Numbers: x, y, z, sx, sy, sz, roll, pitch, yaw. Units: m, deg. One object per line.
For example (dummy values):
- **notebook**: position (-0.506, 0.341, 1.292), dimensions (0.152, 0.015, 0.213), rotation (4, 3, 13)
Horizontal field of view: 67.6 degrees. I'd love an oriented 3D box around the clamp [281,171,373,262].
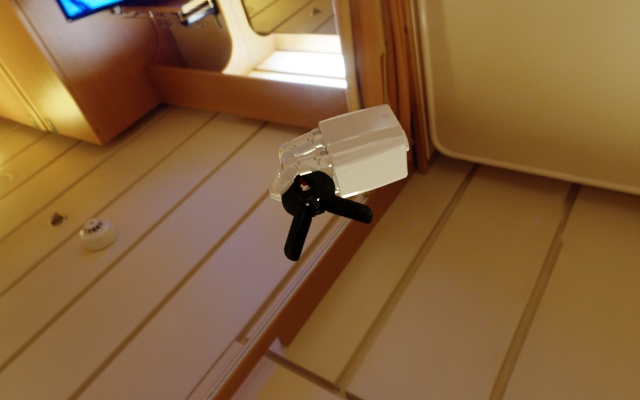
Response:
- **clamp**: position (0.000, 0.003, 0.649), dimensions (0.120, 0.039, 0.171), rotation (-17, 40, 2)
